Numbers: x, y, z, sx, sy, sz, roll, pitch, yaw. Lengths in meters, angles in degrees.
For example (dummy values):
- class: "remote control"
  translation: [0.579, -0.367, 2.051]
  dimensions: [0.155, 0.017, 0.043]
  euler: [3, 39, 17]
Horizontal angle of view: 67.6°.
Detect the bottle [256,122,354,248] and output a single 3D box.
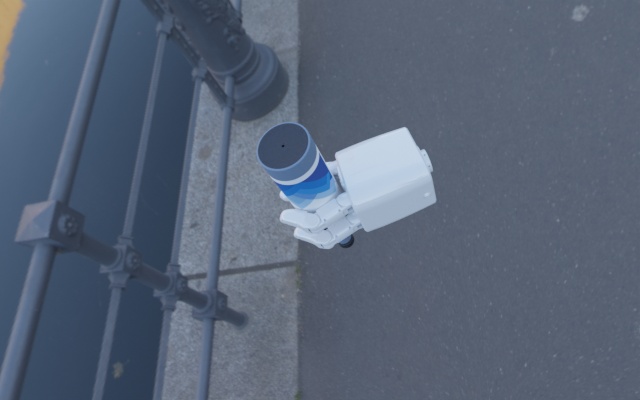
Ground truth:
- class: "bottle"
  translation: [0.000, 0.002, 0.670]
  dimensions: [0.069, 0.069, 0.296]
  euler: [0, -26, 19]
